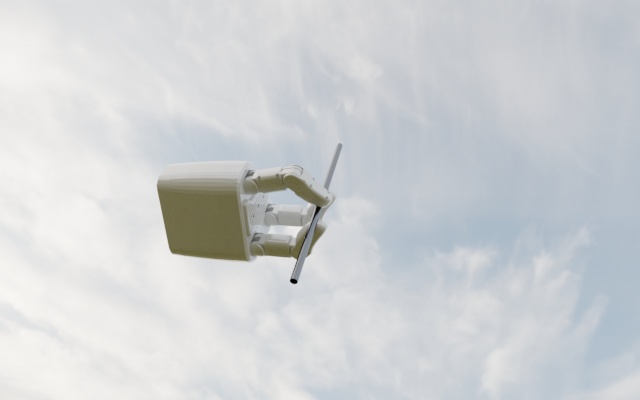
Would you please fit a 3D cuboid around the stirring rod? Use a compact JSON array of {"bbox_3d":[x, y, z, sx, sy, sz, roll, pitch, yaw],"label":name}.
[{"bbox_3d":[0.000,0.002,0.538,0.011,0.011,0.239,0,38,15],"label":"stirring rod"}]
